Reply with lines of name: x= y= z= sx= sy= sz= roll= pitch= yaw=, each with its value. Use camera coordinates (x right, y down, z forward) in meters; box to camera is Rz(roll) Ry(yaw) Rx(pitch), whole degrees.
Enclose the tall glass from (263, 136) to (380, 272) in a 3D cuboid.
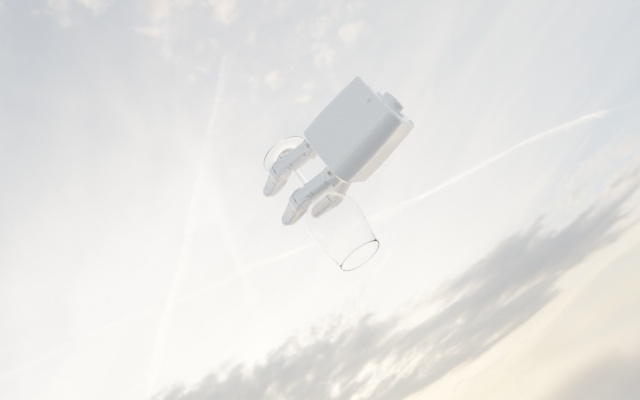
tall glass: x=0.000 y=0.002 z=0.665 sx=0.079 sy=0.201 sz=0.079 roll=-27 pitch=-29 yaw=-17
